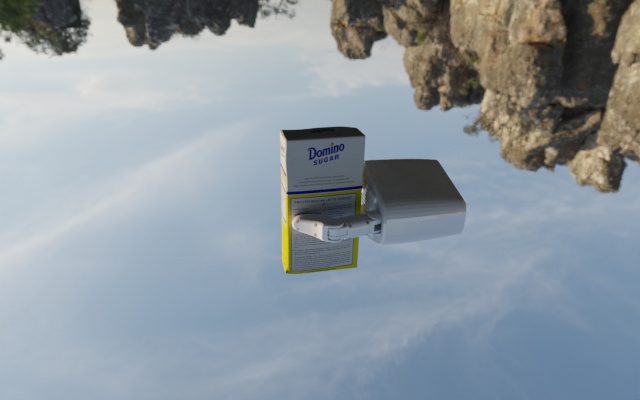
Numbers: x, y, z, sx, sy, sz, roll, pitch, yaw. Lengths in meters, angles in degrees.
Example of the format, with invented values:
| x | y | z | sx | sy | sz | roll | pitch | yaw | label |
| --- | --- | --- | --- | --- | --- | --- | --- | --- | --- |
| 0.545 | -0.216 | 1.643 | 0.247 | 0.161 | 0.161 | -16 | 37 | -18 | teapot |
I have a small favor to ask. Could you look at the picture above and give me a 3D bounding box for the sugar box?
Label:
| x | y | z | sx | sy | sz | roll | pitch | yaw | label |
| --- | --- | --- | --- | --- | --- | --- | --- | --- | --- |
| 0.000 | 0.002 | 0.572 | 0.093 | 0.176 | 0.048 | -4 | 25 | -13 | sugar box |
